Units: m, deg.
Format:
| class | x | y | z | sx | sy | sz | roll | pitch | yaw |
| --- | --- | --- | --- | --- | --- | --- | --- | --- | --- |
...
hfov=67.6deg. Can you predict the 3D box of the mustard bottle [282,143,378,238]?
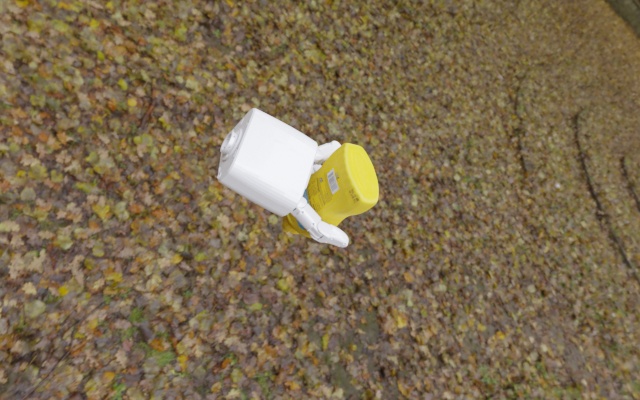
| class | x | y | z | sx | sy | sz | roll | pitch | yaw |
| --- | --- | --- | --- | --- | --- | --- | --- | --- | --- |
| mustard bottle | 0.001 | 0.002 | 0.711 | 0.058 | 0.096 | 0.192 | 5 | -30 | -40 |
